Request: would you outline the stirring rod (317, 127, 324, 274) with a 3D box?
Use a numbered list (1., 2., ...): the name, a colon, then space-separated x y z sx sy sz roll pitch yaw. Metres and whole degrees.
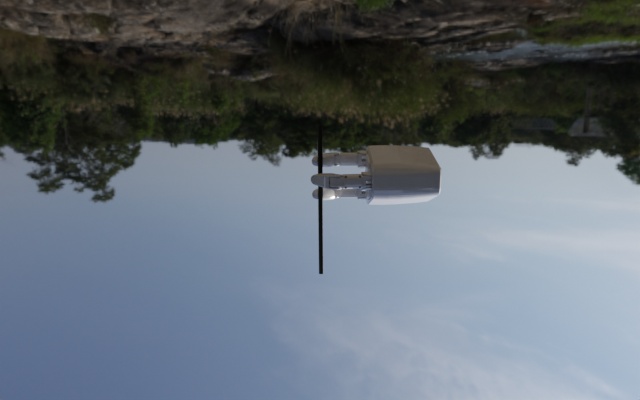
1. stirring rod: 0.000 0.002 0.770 0.011 0.239 0.011 -1 10 0
